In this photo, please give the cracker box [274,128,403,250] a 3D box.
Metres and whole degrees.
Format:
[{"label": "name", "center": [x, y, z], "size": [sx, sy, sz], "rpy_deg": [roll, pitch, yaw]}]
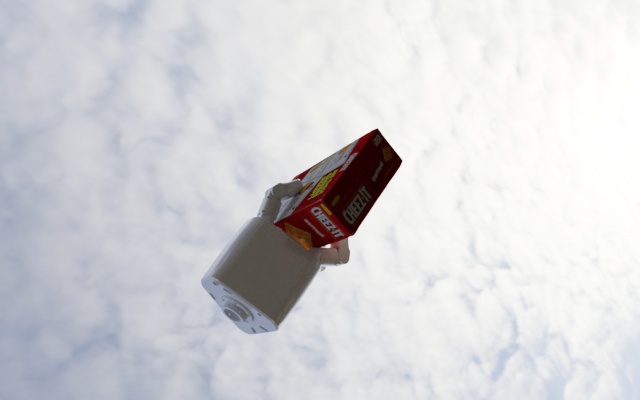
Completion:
[{"label": "cracker box", "center": [0.000, 0.002, 0.702], "size": [0.214, 0.072, 0.164], "rpy_deg": [-26, 21, 50]}]
